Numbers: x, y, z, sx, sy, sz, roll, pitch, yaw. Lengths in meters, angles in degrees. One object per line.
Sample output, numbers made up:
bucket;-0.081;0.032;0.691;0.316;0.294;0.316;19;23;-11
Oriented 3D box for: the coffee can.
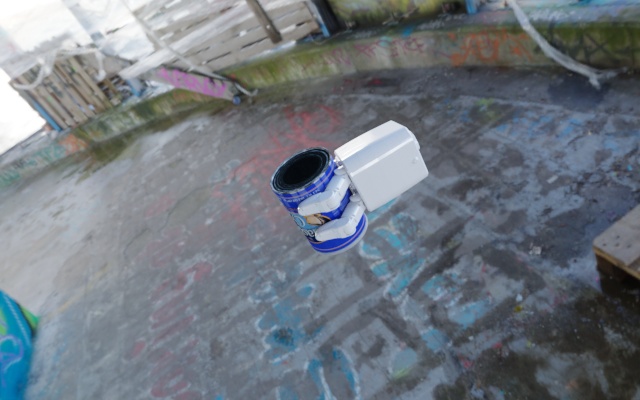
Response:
coffee can;0.000;0.003;0.746;0.103;0.140;0.102;-21;35;16
